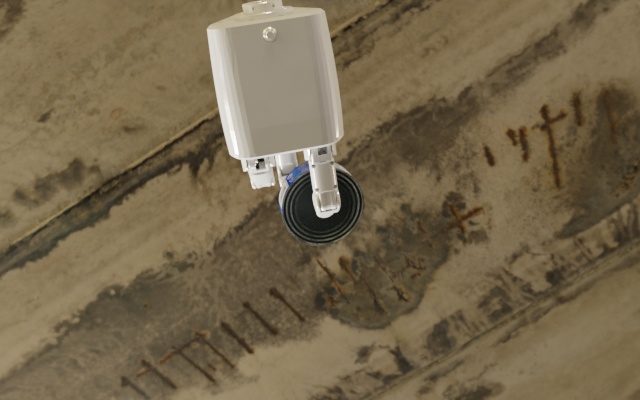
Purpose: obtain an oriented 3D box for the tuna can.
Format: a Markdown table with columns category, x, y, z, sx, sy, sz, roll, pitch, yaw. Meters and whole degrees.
| category | x | y | z | sx | sy | sz | roll | pitch | yaw |
| --- | --- | --- | --- | --- | --- | --- | --- | --- | --- |
| tuna can | 0.000 | 0.001 | 0.497 | 0.086 | 0.086 | 0.033 | 0 | 22 | -13 |
